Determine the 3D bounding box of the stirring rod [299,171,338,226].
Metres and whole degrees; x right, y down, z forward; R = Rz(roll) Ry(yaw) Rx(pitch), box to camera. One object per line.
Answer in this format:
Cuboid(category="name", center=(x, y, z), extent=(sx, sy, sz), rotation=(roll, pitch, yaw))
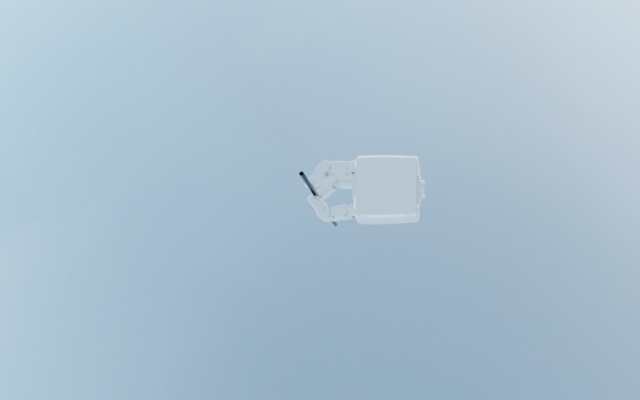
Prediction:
Cuboid(category="stirring rod", center=(0.000, 0.003, 0.888), extent=(0.011, 0.011, 0.240), rotation=(0, -23, 17))
